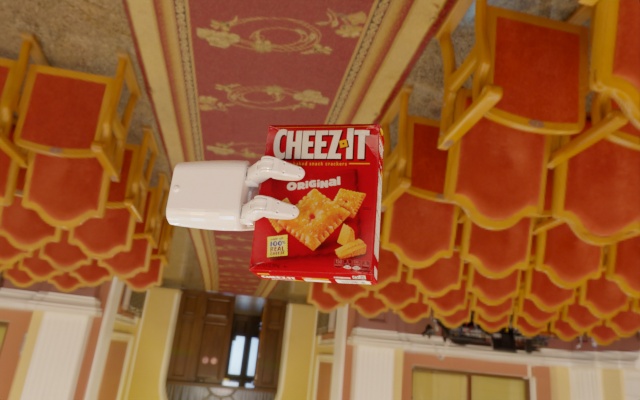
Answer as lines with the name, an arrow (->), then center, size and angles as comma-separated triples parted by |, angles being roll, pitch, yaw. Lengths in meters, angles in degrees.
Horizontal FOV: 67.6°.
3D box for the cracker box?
cracker box -> 0.000, 0.002, 0.658 | 0.164, 0.213, 0.072 | 1, -19, 11
